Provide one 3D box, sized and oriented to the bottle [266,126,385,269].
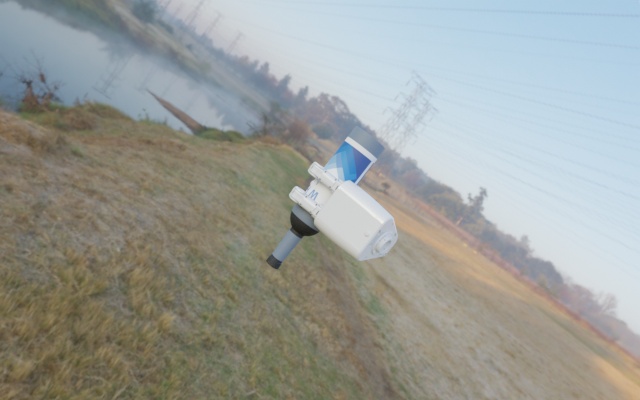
[{"bbox_3d":[0.000,0.003,0.867,0.069,0.296,0.069,37,5,-4],"label":"bottle"}]
